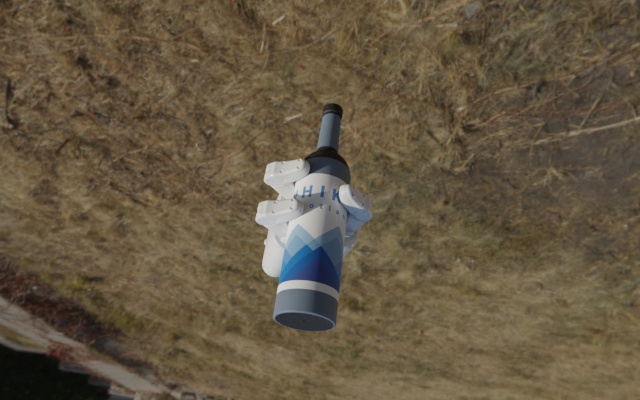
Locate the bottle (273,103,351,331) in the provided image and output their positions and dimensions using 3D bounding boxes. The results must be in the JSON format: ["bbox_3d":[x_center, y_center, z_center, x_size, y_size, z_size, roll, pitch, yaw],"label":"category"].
[{"bbox_3d":[0.000,0.002,0.573,0.069,0.295,0.069,6,-31,3],"label":"bottle"}]
